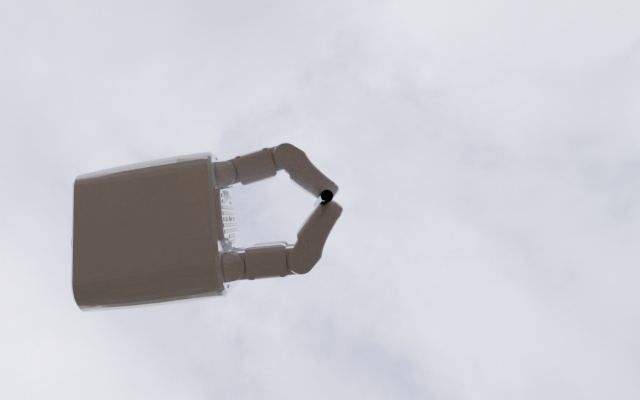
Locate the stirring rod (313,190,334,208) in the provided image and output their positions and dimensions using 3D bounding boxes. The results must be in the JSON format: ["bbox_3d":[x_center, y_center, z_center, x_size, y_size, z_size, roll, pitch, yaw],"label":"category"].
[{"bbox_3d":[0.000,0.001,0.412,0.011,0.011,0.239,0,-2,-2],"label":"stirring rod"}]
